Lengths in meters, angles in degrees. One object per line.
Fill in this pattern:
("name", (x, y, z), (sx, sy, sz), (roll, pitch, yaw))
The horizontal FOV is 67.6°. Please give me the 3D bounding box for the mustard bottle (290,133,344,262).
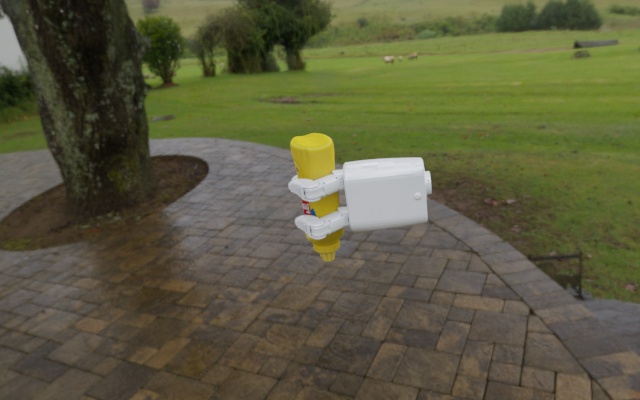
("mustard bottle", (0.000, 0.002, 0.705), (0.058, 0.192, 0.096), (-14, 21, -13))
